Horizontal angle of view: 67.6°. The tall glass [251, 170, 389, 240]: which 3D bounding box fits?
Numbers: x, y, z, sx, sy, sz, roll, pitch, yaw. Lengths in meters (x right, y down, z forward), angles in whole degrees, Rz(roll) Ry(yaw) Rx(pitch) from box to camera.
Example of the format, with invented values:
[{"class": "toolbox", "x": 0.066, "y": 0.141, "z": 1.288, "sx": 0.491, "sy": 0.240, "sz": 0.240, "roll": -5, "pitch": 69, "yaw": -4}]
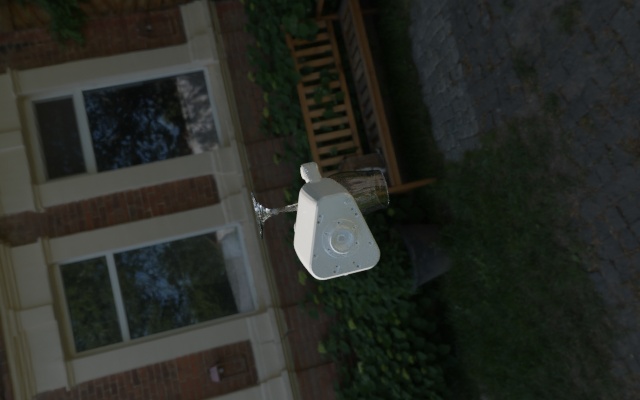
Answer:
[{"class": "tall glass", "x": -0.001, "y": 0.002, "z": 0.731, "sx": 0.201, "sy": 0.079, "sz": 0.079, "roll": -12, "pitch": 2, "yaw": -9}]
